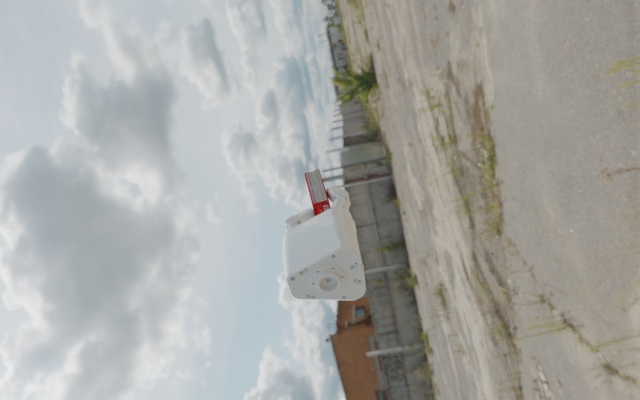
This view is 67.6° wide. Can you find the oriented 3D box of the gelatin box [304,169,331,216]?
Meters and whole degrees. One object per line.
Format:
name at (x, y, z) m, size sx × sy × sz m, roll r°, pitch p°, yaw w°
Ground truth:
gelatin box at (0.000, 0.003, 0.811) m, size 0.030 × 0.073 × 0.089 m, roll -16°, pitch 42°, yaw -1°
